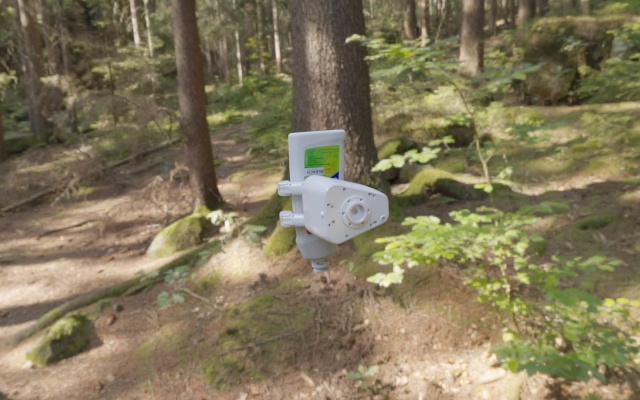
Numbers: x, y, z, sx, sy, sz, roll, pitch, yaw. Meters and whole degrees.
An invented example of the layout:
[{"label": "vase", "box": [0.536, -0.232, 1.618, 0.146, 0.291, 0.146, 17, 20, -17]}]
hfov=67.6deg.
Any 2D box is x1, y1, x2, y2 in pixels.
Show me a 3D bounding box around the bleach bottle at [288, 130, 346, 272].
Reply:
[{"label": "bleach bottle", "box": [0.000, 0.003, 0.857, 0.102, 0.251, 0.068, -7, 10, -18]}]
